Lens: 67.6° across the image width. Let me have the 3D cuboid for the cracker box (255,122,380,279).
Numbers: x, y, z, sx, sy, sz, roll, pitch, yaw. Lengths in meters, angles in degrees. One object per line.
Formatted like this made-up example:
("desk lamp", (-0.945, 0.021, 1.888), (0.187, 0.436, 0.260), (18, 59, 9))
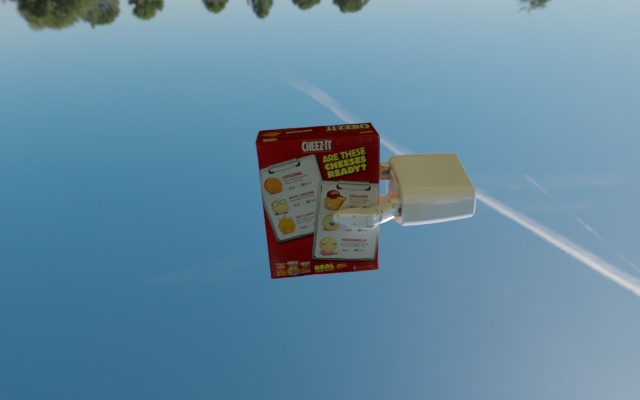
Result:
("cracker box", (0.000, 0.002, 0.690), (0.164, 0.214, 0.072), (-5, 26, -3))
